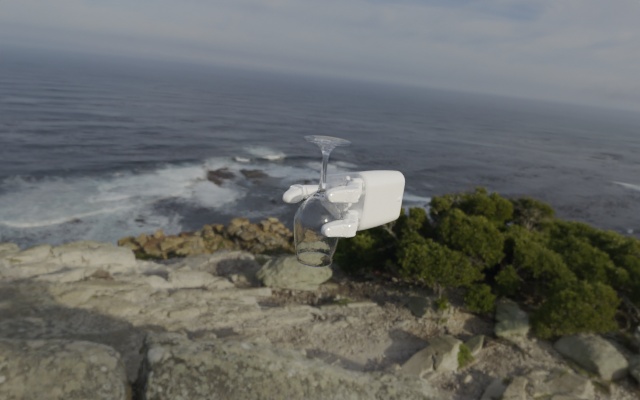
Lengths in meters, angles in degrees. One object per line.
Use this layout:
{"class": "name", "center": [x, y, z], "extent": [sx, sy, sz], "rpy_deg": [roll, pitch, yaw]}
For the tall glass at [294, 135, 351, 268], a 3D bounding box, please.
{"class": "tall glass", "center": [0.000, 0.002, 0.758], "extent": [0.079, 0.201, 0.079], "rpy_deg": [6, 16, -2]}
